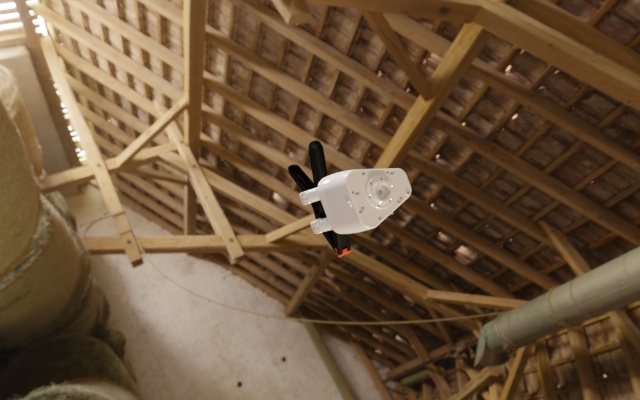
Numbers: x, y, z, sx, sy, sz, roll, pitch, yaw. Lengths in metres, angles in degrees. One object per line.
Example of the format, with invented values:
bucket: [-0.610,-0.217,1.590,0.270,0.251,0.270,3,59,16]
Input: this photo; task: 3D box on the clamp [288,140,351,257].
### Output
clamp: [0.001,0.003,0.887,0.036,0.210,0.164,-22,3,-20]
